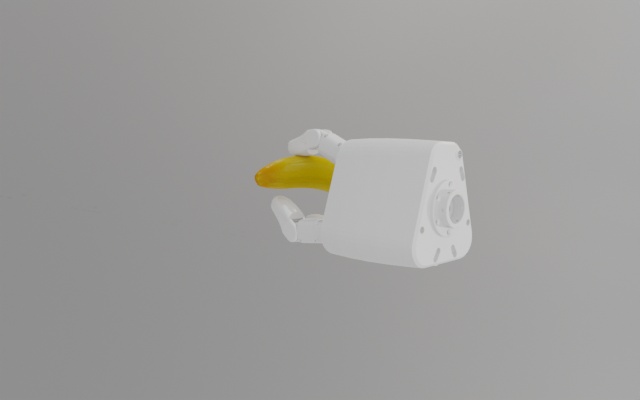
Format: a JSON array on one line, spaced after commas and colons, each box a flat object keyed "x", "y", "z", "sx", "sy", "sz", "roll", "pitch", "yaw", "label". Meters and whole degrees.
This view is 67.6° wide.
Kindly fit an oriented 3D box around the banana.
[{"x": 0.009, "y": -0.014, "z": 0.564, "sx": 0.037, "sy": 0.069, "sz": 0.198, "roll": 11, "pitch": -14, "yaw": 45, "label": "banana"}]
